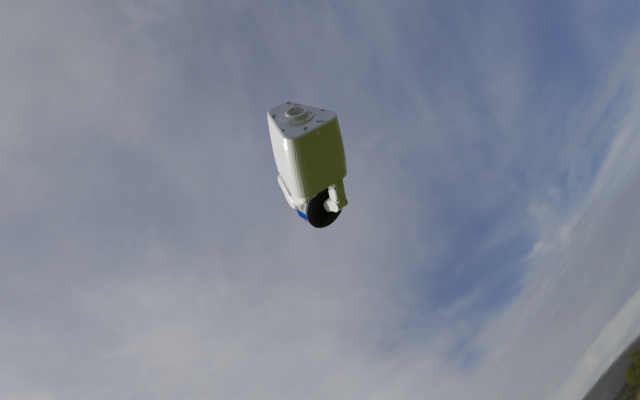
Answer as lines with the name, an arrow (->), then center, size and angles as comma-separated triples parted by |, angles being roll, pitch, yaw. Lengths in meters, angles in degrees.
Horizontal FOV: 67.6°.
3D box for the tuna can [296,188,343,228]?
tuna can -> 0.000, 0.003, 0.832 | 0.086, 0.086, 0.033 | 0, 21, -43
